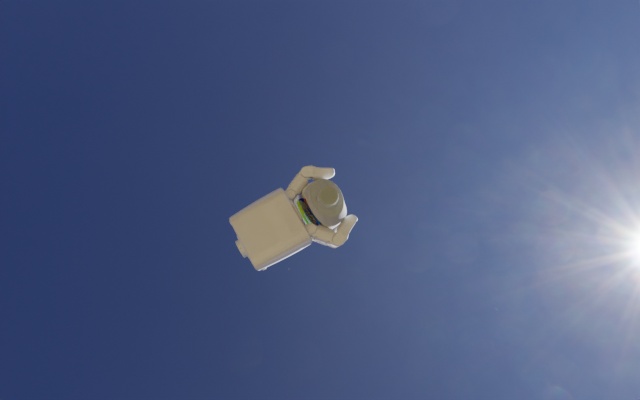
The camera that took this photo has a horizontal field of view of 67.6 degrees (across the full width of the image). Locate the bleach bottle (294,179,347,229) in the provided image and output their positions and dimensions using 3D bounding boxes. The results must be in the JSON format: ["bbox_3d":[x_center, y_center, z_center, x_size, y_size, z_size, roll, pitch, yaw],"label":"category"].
[{"bbox_3d":[0.000,0.003,0.842,0.068,0.102,0.251,-29,-5,-7],"label":"bleach bottle"}]
